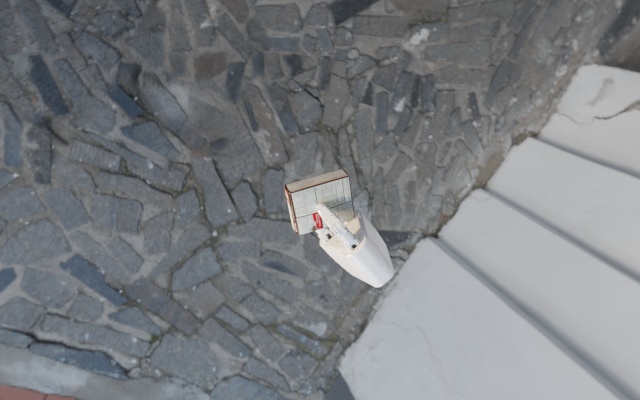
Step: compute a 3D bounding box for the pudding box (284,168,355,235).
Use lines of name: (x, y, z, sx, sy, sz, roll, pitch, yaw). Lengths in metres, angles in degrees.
pudding box: (0.000, 0.003, 0.838, 0.113, 0.090, 0.039, -17, 28, -14)
